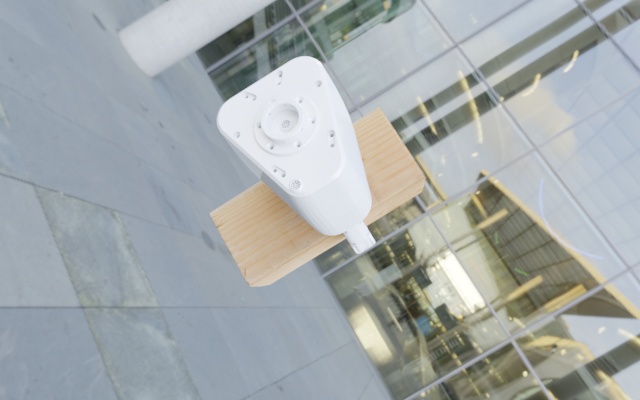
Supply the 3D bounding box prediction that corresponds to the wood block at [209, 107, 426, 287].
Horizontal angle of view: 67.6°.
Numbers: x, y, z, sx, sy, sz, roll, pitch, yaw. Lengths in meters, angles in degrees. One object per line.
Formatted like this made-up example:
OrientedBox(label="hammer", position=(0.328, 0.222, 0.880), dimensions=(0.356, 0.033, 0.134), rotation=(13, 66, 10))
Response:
OrientedBox(label="wood block", position=(0.000, 0.002, 0.520), dimensions=(0.206, 0.091, 0.090), rotation=(-31, -11, 3))
